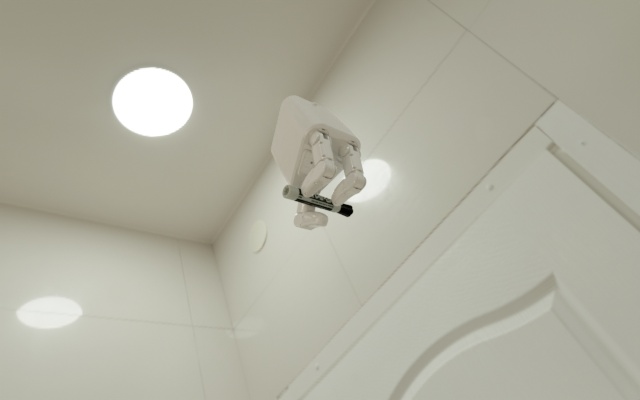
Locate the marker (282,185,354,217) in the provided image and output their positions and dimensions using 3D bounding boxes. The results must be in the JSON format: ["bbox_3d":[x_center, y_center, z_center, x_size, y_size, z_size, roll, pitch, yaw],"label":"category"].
[{"bbox_3d":[0.000,0.002,0.669,0.121,0.020,0.020,18,-11,-37],"label":"marker"}]
